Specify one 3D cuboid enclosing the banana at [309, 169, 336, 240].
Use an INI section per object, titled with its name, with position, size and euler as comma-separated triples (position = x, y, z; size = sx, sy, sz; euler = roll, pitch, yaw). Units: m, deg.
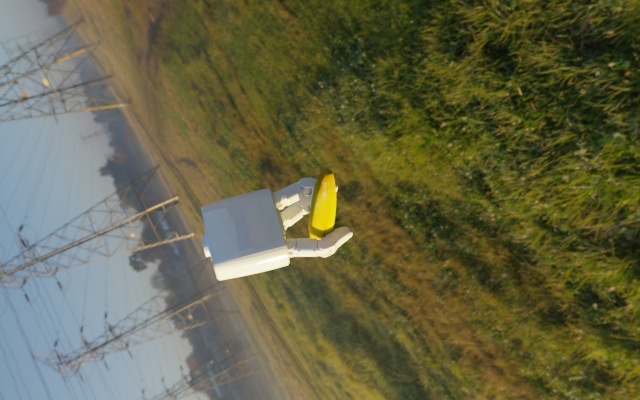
[banana]
position = 0.001, 0.021, 0.709
size = 0.037, 0.069, 0.198
euler = -2, -19, -3
